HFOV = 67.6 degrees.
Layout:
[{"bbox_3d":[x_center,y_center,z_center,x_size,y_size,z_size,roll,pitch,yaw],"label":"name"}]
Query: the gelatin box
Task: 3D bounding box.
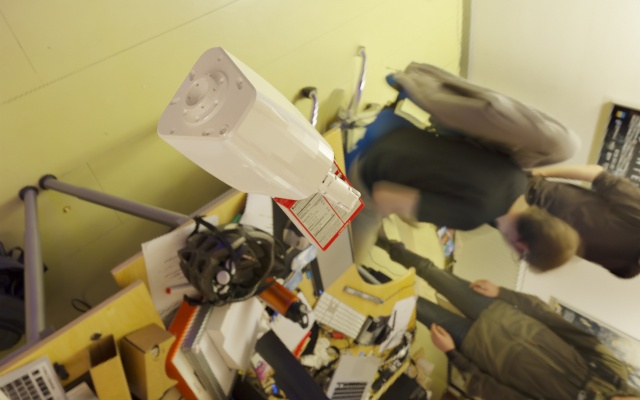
[{"bbox_3d":[0.001,0.002,0.524,0.030,0.073,0.089,28,-18,46],"label":"gelatin box"}]
